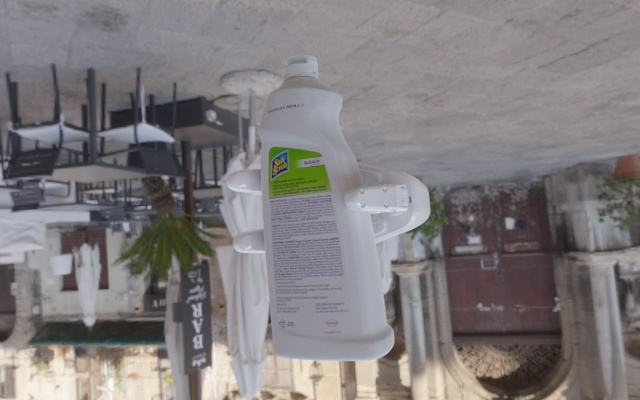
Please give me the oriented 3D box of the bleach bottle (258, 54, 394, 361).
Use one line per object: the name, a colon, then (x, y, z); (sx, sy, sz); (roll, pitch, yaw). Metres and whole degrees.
bleach bottle: (0.000, 0.001, 0.406); (0.102, 0.251, 0.068); (-6, -3, 20)
